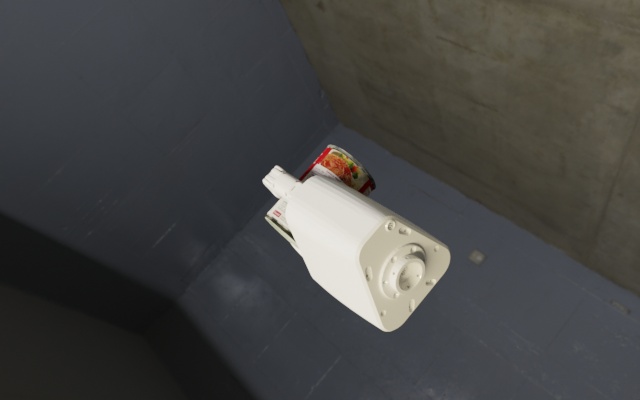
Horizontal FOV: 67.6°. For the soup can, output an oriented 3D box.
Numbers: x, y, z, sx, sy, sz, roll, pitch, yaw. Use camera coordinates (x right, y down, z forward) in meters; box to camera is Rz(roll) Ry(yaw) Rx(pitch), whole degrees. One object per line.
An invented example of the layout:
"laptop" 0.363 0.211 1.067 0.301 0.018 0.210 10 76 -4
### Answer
"soup can" 0.000 0.002 0.500 0.068 0.102 0.068 40 -9 8
